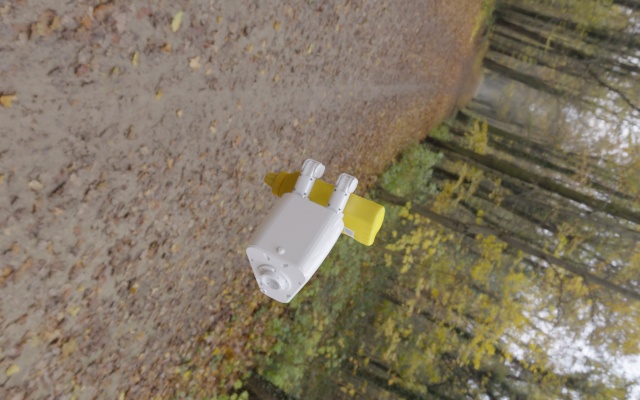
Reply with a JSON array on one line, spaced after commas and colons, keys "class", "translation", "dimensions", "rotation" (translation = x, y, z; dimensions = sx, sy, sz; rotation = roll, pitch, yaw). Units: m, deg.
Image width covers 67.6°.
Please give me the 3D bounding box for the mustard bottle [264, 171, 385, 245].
[{"class": "mustard bottle", "translation": [0.001, 0.002, 0.729], "dimensions": [0.191, 0.058, 0.096], "rotation": [24, -16, 12]}]
